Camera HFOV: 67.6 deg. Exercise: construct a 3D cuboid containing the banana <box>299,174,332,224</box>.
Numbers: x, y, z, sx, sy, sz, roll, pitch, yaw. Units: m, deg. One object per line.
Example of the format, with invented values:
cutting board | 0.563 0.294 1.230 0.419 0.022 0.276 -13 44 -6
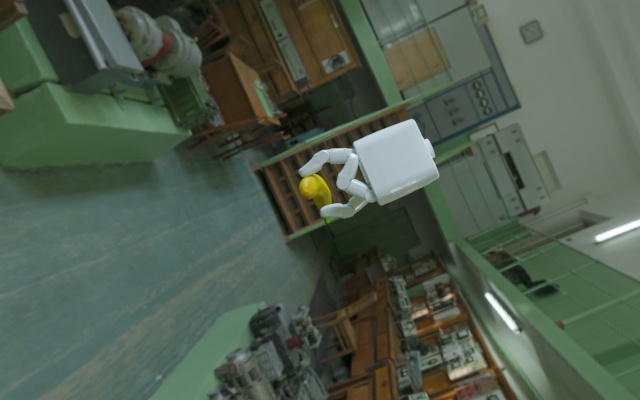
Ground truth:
banana | -0.005 -0.013 0.852 0.037 0.069 0.198 -23 -19 7
